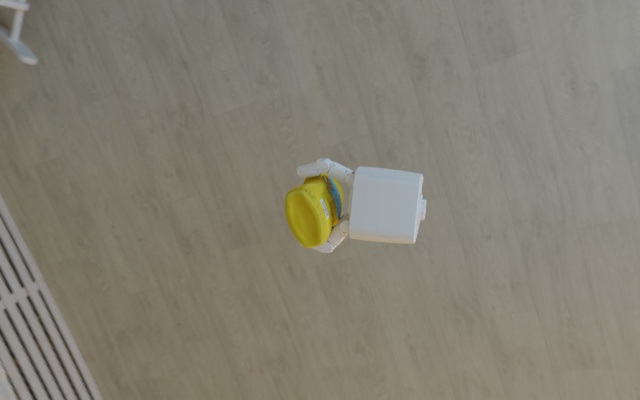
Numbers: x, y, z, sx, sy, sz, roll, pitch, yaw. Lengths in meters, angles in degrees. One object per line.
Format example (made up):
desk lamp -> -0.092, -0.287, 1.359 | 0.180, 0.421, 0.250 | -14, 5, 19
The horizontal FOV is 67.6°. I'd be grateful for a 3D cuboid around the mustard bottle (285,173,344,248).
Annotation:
mustard bottle -> 0.000, 0.003, 0.811 | 0.058, 0.096, 0.191 | -18, 11, 21
